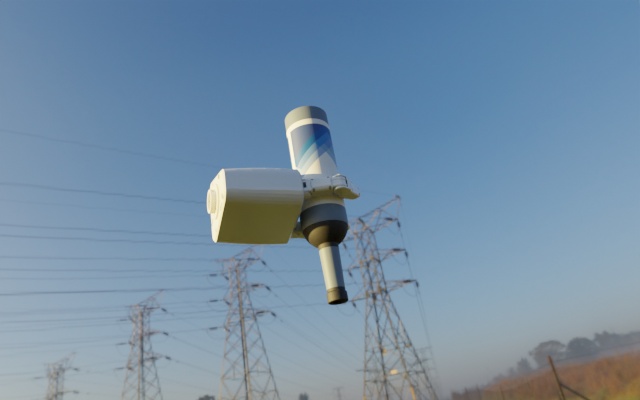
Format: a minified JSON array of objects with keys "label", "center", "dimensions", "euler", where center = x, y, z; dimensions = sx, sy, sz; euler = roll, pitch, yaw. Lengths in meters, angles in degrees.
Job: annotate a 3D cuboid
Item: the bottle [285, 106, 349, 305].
[{"label":"bottle","center":[0.000,0.002,0.686],"dimensions":[0.069,0.295,0.069],"euler":[-8,-26,-4]}]
